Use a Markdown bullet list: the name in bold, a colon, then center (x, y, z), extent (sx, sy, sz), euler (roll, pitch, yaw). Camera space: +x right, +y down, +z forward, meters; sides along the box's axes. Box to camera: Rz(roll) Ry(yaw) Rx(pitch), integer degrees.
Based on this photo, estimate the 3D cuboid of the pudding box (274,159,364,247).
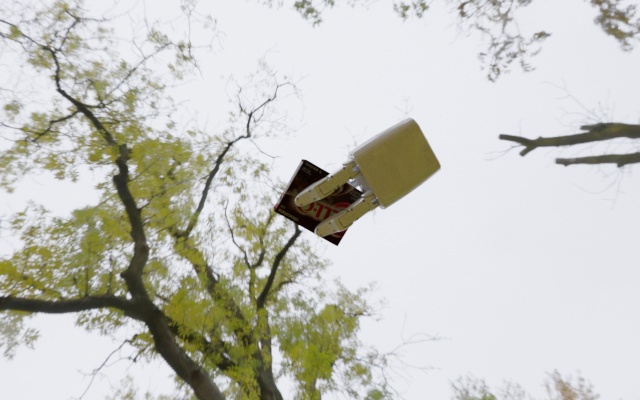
- **pudding box**: center (0.000, 0.002, 0.712), extent (0.113, 0.090, 0.039), euler (30, 5, -10)
